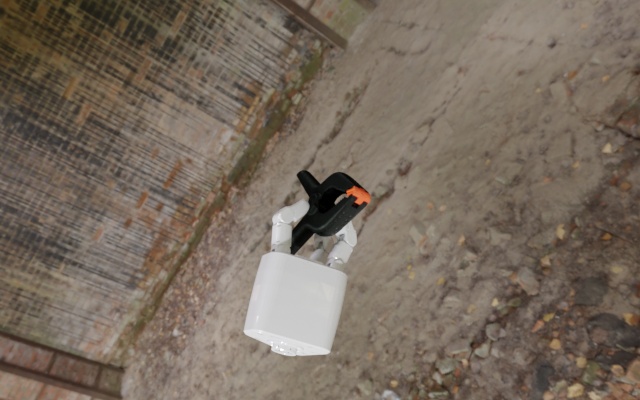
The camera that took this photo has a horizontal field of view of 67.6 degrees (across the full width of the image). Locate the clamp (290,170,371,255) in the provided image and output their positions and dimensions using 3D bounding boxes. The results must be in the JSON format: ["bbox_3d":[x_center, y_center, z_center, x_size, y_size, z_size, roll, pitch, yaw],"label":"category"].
[{"bbox_3d":[0.000,0.002,0.696,0.036,0.164,0.210,25,-29,-26],"label":"clamp"}]
